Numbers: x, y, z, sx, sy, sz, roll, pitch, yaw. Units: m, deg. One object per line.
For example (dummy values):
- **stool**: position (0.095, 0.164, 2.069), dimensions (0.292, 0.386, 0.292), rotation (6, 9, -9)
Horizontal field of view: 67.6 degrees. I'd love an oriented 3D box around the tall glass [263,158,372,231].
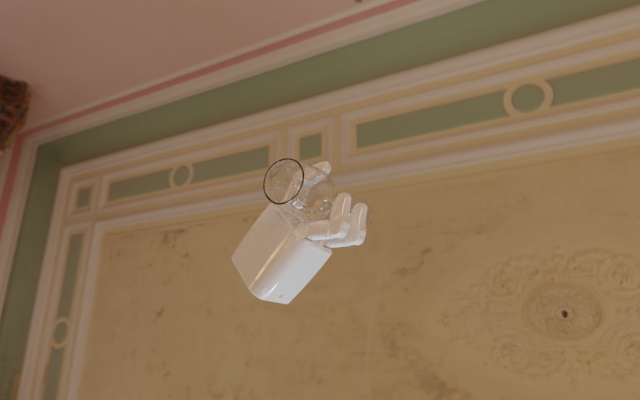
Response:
- **tall glass**: position (0.000, 0.002, 0.687), dimensions (0.079, 0.079, 0.201), rotation (0, -16, 30)
